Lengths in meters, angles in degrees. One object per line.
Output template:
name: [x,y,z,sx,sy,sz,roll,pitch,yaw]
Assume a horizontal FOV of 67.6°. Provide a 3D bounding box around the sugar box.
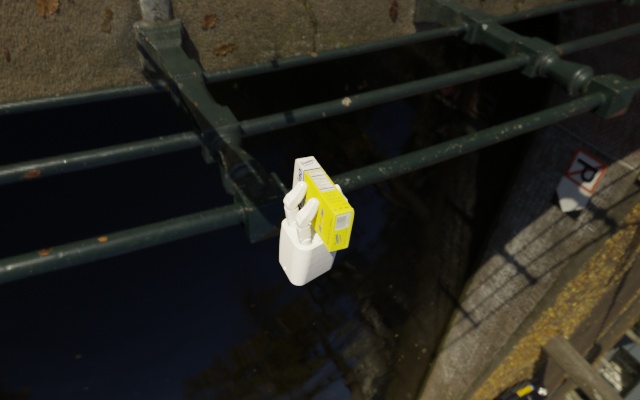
sugar box: [0.000,0.003,0.900,0.048,0.093,0.176,-13,42,-25]
